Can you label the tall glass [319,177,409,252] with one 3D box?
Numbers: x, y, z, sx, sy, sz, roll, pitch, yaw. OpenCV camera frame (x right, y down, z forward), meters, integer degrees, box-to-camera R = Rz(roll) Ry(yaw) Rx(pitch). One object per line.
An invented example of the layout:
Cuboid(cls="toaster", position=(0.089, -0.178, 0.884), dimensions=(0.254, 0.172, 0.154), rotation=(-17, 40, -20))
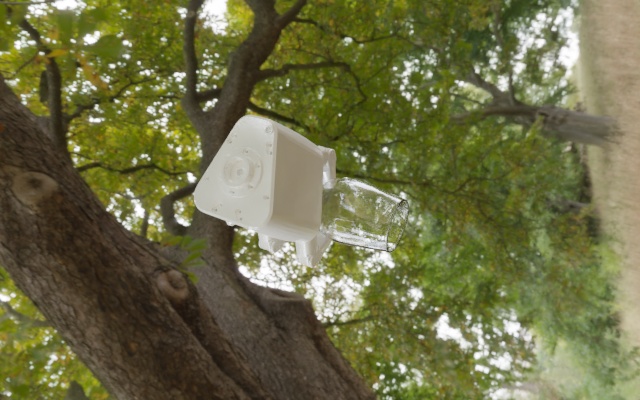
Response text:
Cuboid(cls="tall glass", position=(0.000, 0.002, 0.571), dimensions=(0.201, 0.079, 0.079), rotation=(17, 7, 25))
